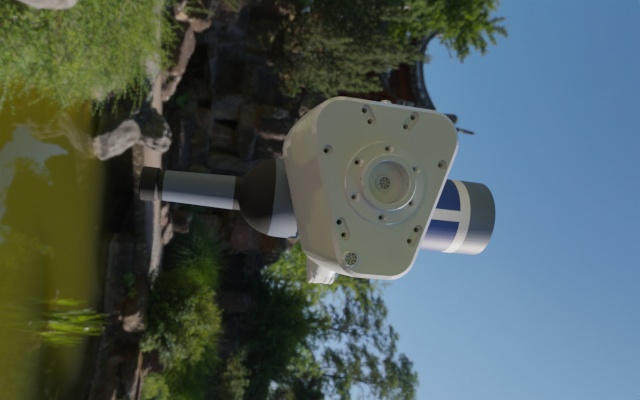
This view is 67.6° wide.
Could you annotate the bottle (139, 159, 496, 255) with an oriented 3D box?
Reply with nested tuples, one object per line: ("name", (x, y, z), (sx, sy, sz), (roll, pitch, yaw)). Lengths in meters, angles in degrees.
("bottle", (0.000, 0.001, 0.412), (0.296, 0.069, 0.069), (6, -1, -11))
